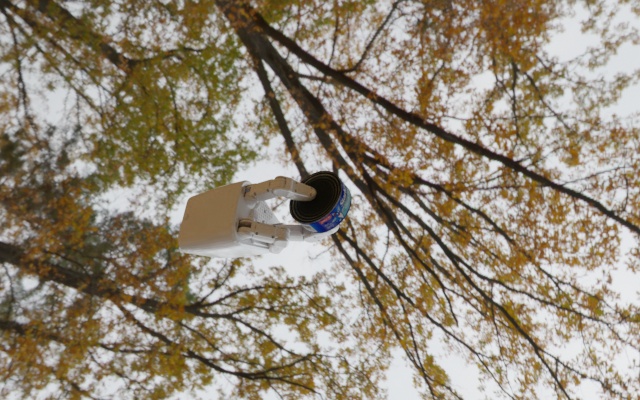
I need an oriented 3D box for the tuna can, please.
[{"bbox_3d":[0.000,0.002,0.671,0.086,0.086,0.034,0,-31,37],"label":"tuna can"}]
